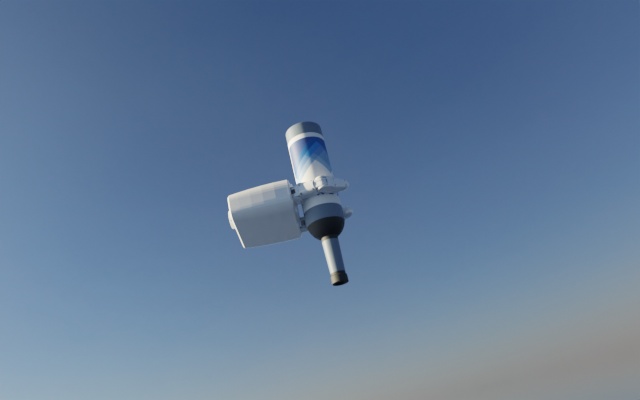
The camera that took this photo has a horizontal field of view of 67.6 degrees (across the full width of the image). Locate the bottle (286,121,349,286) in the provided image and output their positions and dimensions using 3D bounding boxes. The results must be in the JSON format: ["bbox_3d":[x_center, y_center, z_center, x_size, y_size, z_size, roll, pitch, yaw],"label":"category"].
[{"bbox_3d":[0.000,0.002,0.824,0.069,0.295,0.069,-11,-25,-5],"label":"bottle"}]
